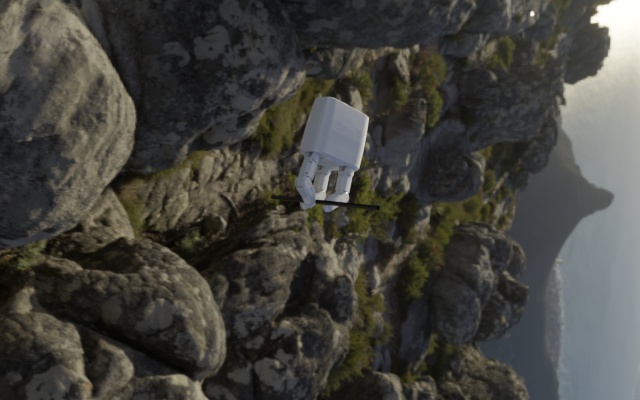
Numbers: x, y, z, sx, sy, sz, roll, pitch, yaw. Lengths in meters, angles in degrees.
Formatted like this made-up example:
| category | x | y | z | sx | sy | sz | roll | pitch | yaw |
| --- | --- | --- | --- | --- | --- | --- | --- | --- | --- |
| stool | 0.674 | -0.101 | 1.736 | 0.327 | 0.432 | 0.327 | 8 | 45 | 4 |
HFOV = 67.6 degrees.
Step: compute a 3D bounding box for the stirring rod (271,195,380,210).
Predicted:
| category | x | y | z | sx | sy | sz | roll | pitch | yaw |
| --- | --- | --- | --- | --- | --- | --- | --- | --- | --- |
| stirring rod | 0.000 | 0.003 | 0.847 | 0.239 | 0.011 | 0.011 | 6 | 4 | 39 |
